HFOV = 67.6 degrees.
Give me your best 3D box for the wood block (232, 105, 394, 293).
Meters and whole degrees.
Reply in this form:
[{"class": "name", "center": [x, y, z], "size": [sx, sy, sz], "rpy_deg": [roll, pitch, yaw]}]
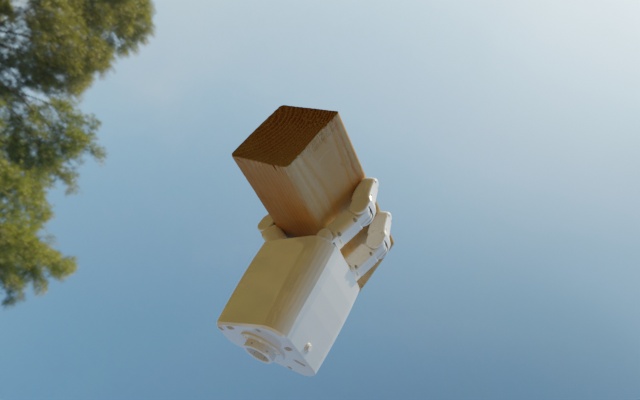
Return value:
[{"class": "wood block", "center": [0.000, 0.002, 0.552], "size": [0.091, 0.206, 0.090], "rpy_deg": [16, 55, 41]}]
